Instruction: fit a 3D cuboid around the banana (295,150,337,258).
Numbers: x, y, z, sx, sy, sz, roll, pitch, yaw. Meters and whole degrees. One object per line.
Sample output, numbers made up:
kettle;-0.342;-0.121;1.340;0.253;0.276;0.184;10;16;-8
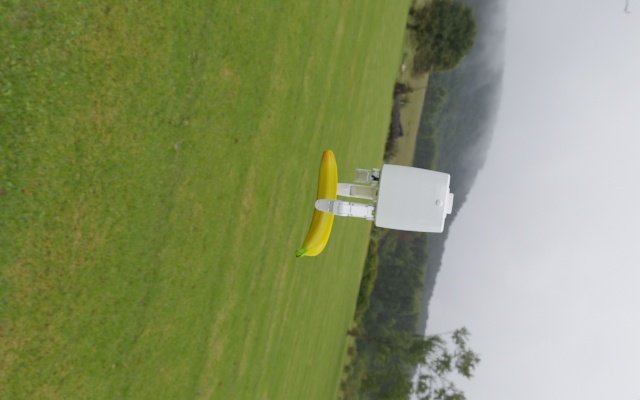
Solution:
banana;0.003;0.013;0.814;0.037;0.197;0.070;8;-21;15
